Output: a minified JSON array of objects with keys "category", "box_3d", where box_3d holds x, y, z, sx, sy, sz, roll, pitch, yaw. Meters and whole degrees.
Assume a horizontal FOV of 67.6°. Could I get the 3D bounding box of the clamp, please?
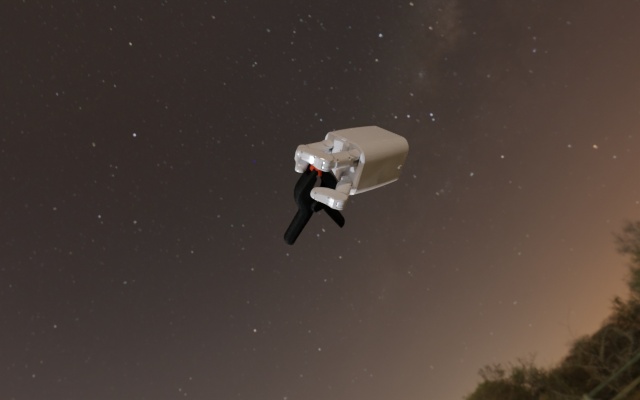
[{"category":"clamp","box_3d":[0.000,0.002,0.837,0.120,0.172,0.039,-15,47,-31]}]
